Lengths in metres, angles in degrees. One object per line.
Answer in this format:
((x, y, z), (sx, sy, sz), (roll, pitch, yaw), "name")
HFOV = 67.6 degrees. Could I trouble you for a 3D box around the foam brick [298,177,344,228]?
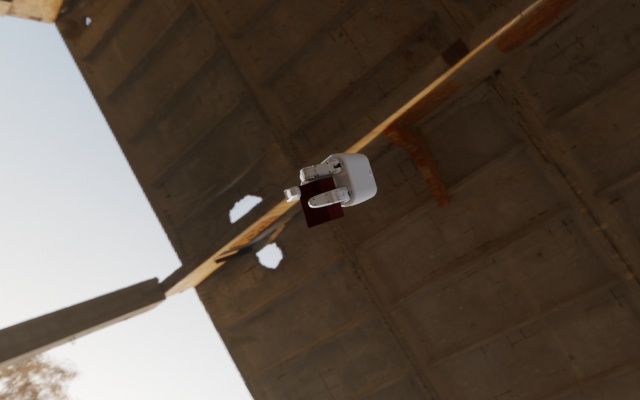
((0.000, 0.003, 0.857), (0.053, 0.078, 0.051), (-18, -2, 32), "foam brick")
